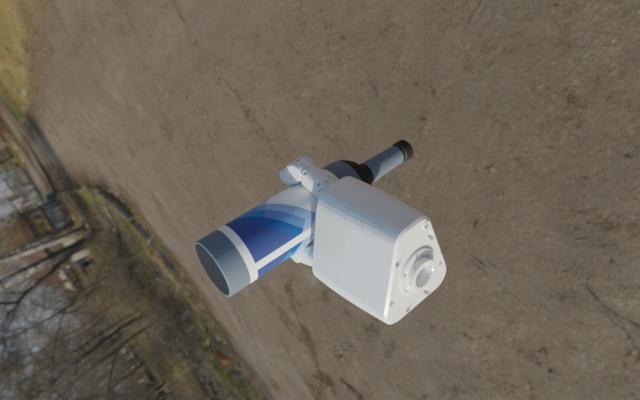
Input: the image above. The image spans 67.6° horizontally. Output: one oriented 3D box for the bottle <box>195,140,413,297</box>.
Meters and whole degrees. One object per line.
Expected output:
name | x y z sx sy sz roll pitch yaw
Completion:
bottle | 0.000 0.002 0.556 0.295 0.069 0.069 -32 16 -27
